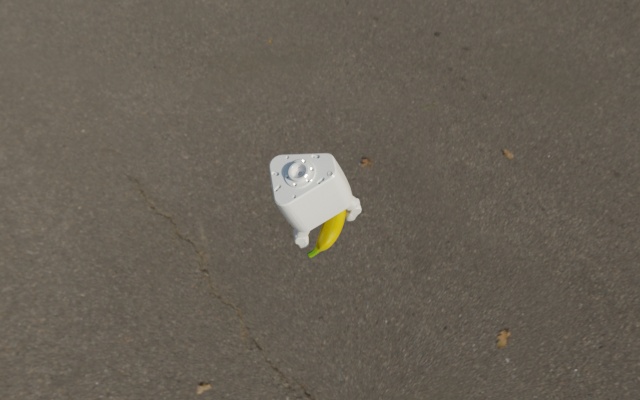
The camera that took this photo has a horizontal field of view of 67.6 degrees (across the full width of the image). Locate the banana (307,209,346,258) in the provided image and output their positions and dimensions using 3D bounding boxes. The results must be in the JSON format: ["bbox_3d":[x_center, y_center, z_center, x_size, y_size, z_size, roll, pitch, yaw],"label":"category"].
[{"bbox_3d":[0.016,0.006,0.871,0.069,0.197,0.037,-1,-22,27],"label":"banana"}]
